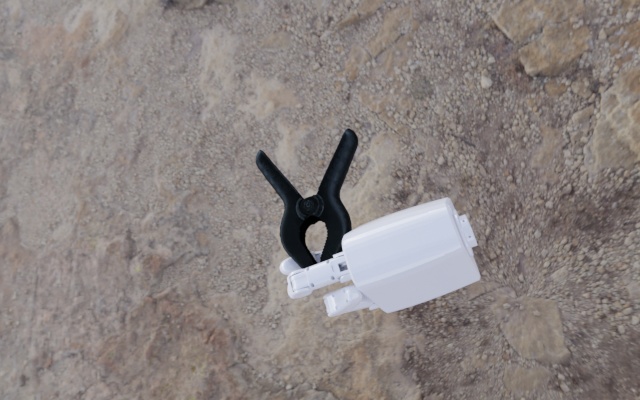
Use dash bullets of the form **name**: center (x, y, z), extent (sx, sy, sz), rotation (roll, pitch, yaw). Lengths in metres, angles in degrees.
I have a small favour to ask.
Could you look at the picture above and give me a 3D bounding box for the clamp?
- **clamp**: center (0.000, 0.002, 0.519), extent (0.120, 0.171, 0.039), rotation (-22, -19, 16)
